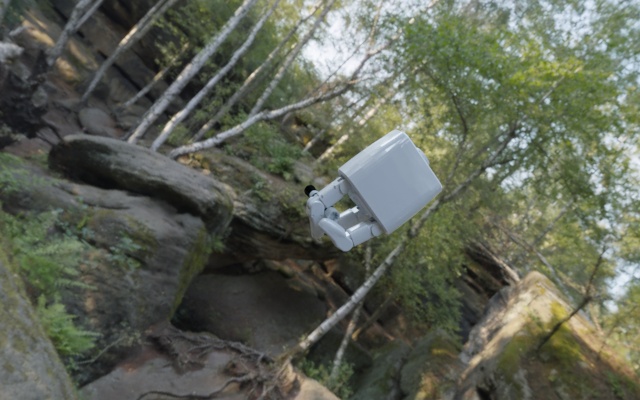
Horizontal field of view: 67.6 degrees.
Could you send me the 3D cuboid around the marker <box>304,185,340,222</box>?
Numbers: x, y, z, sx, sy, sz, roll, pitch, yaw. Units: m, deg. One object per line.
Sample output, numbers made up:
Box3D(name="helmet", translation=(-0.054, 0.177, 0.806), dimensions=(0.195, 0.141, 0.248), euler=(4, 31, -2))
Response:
Box3D(name="marker", translation=(0.000, 0.002, 0.715), dimensions=(0.020, 0.020, 0.121), euler=(0, 20, -19))
